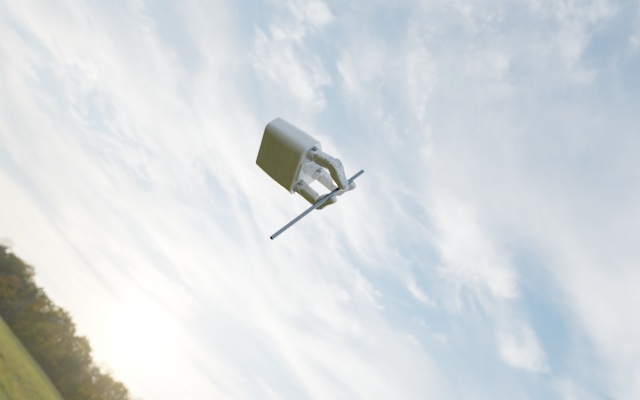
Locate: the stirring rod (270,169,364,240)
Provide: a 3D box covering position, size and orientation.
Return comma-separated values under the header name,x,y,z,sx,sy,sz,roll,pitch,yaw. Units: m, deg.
name,x,y,z,sx,sy,sz,roll,pitch,yaw
stirring rod,0.000,0.003,0.845,0.239,0.011,0.011,-36,22,-34
